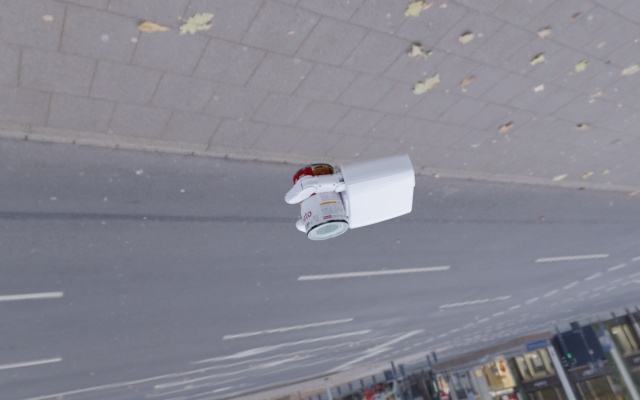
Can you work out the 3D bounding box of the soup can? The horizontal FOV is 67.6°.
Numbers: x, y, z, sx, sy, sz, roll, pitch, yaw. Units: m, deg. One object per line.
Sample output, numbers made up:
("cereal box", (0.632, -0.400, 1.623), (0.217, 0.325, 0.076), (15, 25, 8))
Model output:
("soup can", (0.000, 0.003, 0.745), (0.068, 0.102, 0.068), (-13, -24, -6))
